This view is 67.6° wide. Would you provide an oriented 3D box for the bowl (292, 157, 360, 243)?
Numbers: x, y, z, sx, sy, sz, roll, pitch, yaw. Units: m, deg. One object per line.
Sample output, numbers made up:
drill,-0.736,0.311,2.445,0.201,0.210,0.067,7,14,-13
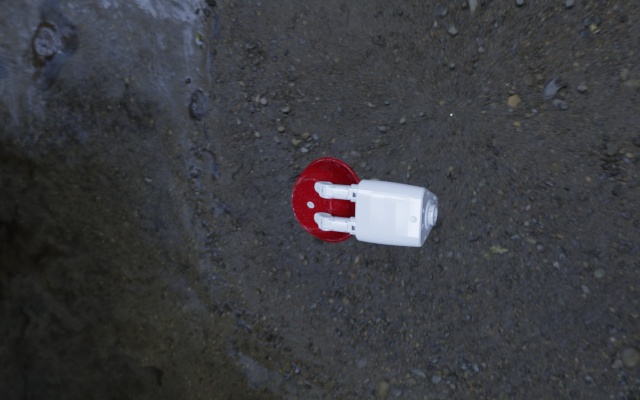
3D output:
bowl,-0.001,0.003,0.870,0.162,0.162,0.055,0,7,39
